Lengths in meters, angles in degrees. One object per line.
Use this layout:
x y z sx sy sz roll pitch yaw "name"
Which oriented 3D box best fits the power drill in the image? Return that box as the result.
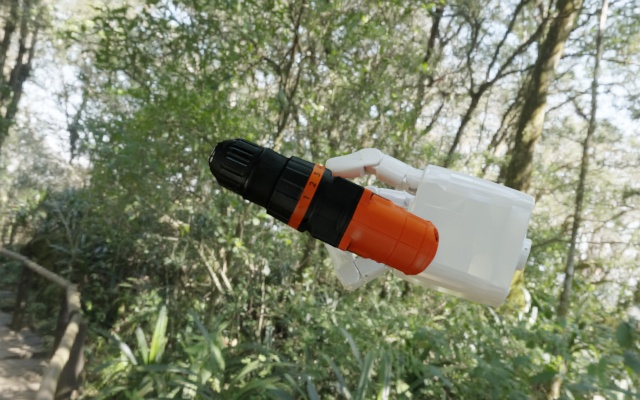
0.000 0.001 0.430 0.184 0.057 0.187 27 3 -2 "power drill"
